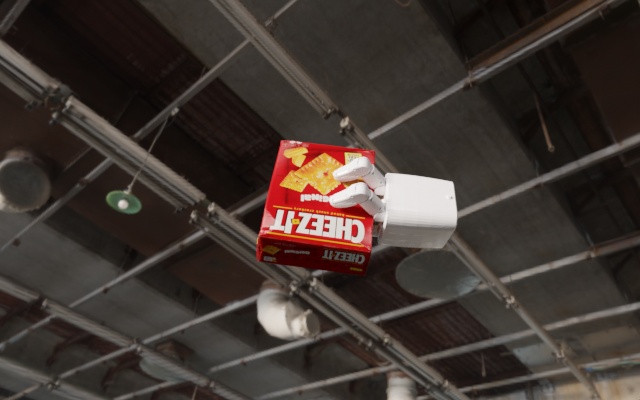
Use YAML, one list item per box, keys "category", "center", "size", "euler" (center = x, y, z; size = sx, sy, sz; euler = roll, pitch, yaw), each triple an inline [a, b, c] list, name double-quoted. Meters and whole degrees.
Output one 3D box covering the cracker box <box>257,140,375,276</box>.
- category: "cracker box"
  center: [0.000, 0.002, 0.754]
  size: [0.164, 0.213, 0.072]
  euler: [7, -43, 1]
